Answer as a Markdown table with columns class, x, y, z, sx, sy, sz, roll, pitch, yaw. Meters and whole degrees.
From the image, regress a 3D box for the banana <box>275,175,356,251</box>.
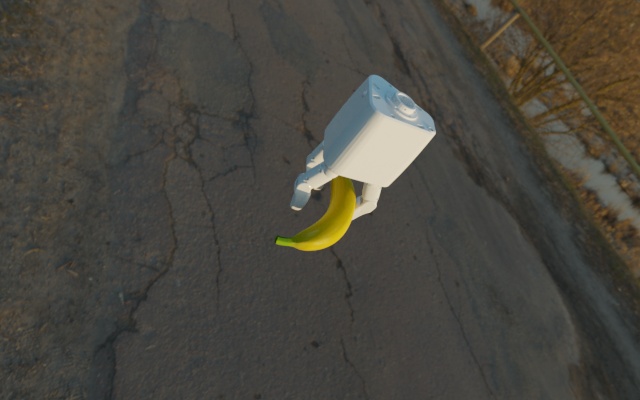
| class | x | y | z | sx | sy | sz | roll | pitch | yaw |
| --- | --- | --- | --- | --- | --- | --- | --- | --- | --- |
| banana | 0.013 | 0.015 | 0.674 | 0.069 | 0.037 | 0.197 | 37 | 40 | 3 |
